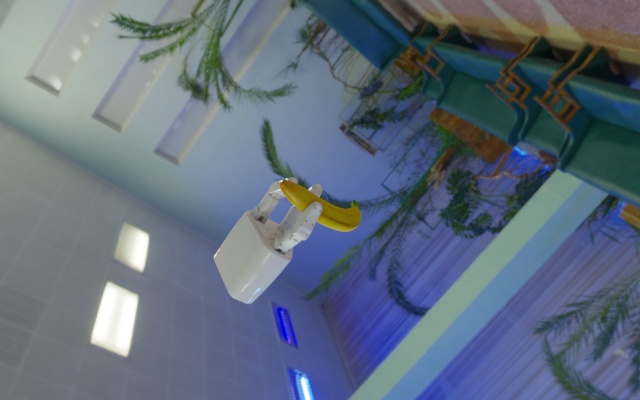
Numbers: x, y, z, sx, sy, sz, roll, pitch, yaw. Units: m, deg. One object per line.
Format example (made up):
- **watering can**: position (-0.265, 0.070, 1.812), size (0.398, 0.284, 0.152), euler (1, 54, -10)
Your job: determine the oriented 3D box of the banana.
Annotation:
- **banana**: position (0.012, 0.015, 0.767), size (0.198, 0.037, 0.069), euler (18, 28, -51)
